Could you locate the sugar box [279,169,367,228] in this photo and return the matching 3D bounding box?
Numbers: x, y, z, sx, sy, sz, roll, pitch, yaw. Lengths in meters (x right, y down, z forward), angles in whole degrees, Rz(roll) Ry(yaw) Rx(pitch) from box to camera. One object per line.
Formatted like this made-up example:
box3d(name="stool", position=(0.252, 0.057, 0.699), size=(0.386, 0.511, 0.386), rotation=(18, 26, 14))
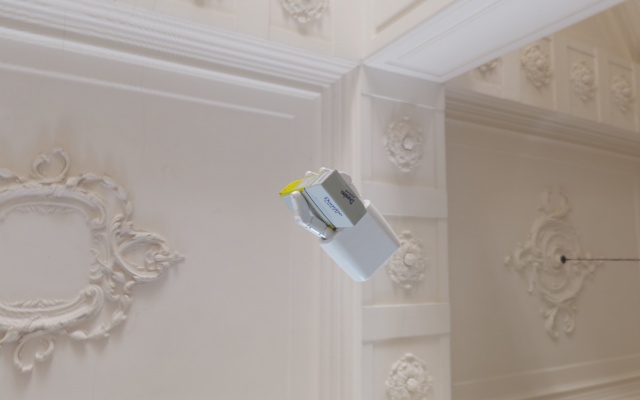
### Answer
box3d(name="sugar box", position=(0.001, 0.003, 0.841), size=(0.048, 0.093, 0.176), rotation=(-46, 16, -26))
